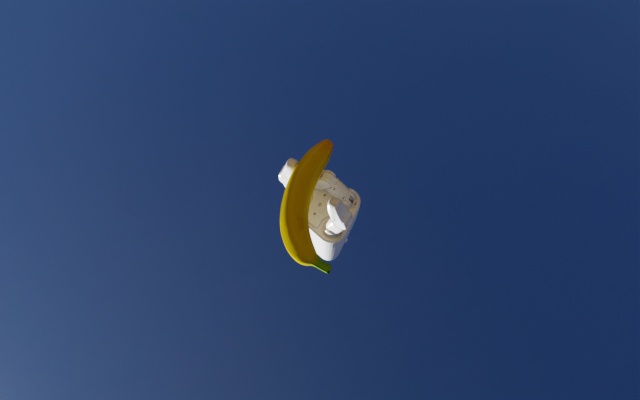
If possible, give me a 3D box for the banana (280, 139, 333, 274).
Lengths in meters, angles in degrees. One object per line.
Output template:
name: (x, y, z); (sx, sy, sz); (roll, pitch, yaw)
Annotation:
banana: (-0.019, 0.005, 0.641); (0.069, 0.197, 0.037); (2, -25, -1)
